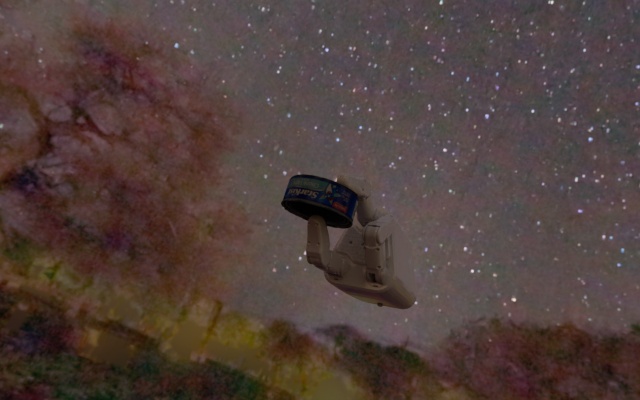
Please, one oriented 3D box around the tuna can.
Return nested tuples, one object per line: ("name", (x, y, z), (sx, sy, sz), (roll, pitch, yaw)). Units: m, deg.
("tuna can", (0.000, 0.001, 0.551), (0.086, 0.033, 0.086), (16, -15, 5))
